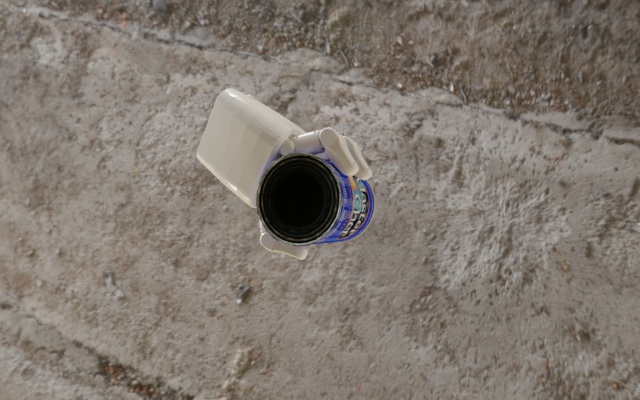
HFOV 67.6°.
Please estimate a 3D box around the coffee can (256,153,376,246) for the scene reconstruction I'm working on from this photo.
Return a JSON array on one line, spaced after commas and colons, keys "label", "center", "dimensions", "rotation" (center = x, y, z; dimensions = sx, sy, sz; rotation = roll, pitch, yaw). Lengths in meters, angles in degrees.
[{"label": "coffee can", "center": [0.000, 0.002, 0.582], "dimensions": [0.103, 0.103, 0.140], "rotation": [0, -3, 21]}]
